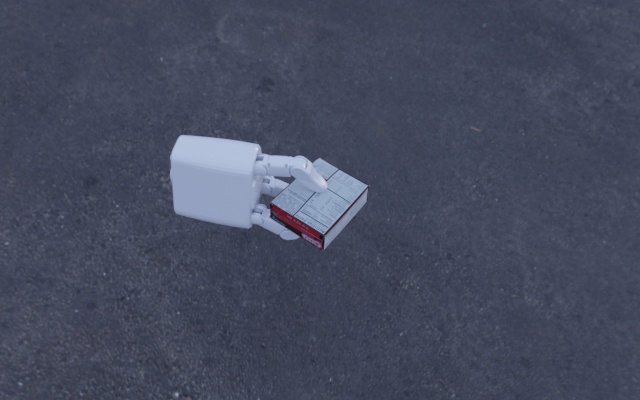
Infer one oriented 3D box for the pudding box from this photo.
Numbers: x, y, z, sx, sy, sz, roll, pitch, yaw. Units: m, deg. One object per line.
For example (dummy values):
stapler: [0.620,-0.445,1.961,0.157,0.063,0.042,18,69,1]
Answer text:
pudding box: [0.000,0.002,0.644,0.090,0.113,0.039,32,-34,19]
